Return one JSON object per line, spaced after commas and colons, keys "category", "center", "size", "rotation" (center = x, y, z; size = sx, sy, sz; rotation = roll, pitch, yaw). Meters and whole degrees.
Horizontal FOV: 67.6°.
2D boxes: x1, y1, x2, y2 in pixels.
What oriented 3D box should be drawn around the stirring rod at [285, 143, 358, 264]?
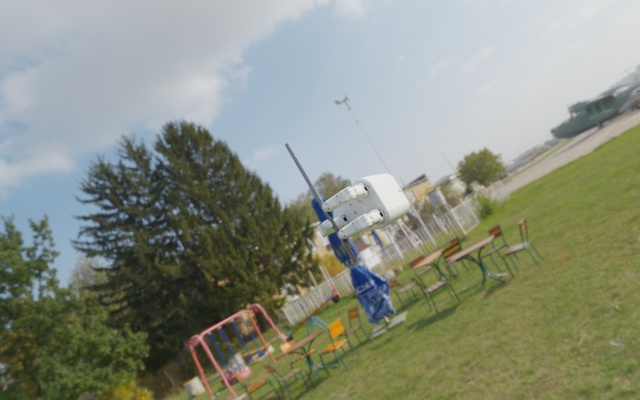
{"category": "stirring rod", "center": [0.000, 0.003, 0.827], "size": [0.011, 0.239, 0.011], "rotation": [-30, -9, -5]}
